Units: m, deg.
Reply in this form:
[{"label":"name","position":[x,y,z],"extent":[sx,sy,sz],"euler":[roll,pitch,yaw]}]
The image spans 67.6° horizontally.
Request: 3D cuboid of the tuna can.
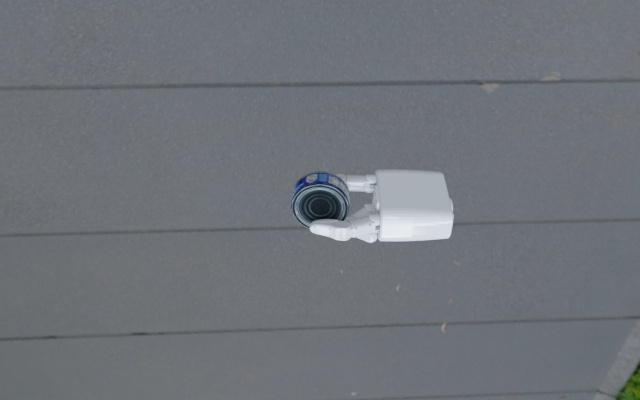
[{"label":"tuna can","position":[0.000,0.003,0.699],"extent":[0.086,0.086,0.033],"euler":[0,35,3]}]
